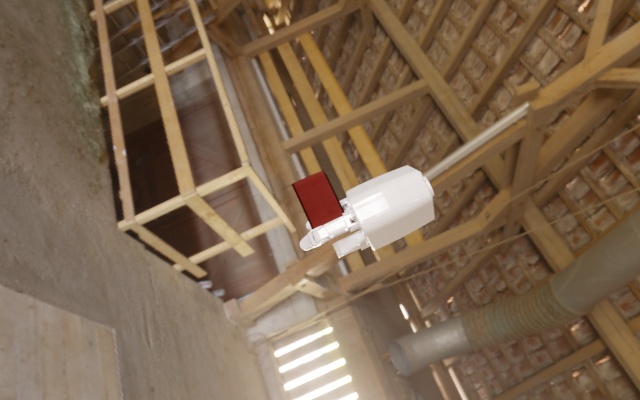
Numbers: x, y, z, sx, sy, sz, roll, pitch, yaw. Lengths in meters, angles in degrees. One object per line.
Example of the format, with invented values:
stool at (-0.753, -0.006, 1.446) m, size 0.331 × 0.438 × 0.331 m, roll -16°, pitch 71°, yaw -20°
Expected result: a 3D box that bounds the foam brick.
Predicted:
foam brick at (0.000, 0.002, 0.711) m, size 0.051 × 0.078 × 0.053 m, roll -26°, pitch -9°, yaw 6°
